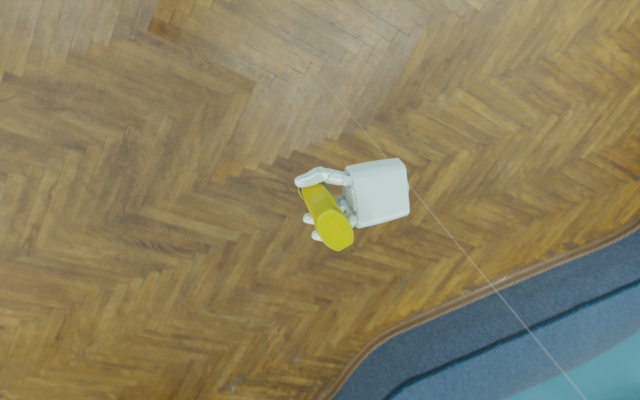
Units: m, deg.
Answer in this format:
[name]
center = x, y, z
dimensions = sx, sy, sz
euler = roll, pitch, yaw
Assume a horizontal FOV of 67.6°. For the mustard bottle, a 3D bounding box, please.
[mustard bottle]
center = 0.000, 0.003, 0.886
dimensions = 0.058, 0.096, 0.191
euler = -32, 37, 3
